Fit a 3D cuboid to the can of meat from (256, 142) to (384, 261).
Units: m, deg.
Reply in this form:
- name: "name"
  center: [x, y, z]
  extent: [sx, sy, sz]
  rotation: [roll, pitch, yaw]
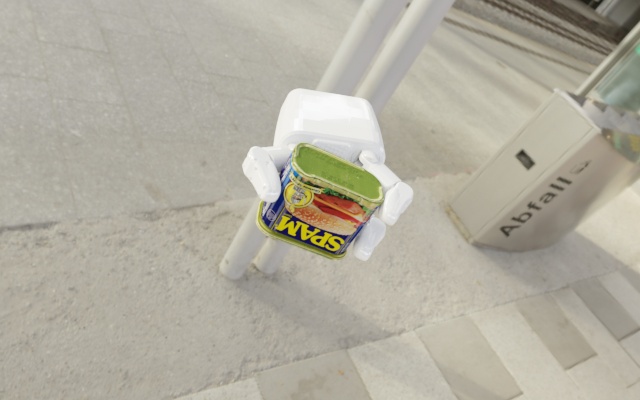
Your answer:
- name: "can of meat"
  center: [0.000, 0.001, 0.470]
  extent: [0.102, 0.084, 0.057]
  rotation: [22, 36, -15]
